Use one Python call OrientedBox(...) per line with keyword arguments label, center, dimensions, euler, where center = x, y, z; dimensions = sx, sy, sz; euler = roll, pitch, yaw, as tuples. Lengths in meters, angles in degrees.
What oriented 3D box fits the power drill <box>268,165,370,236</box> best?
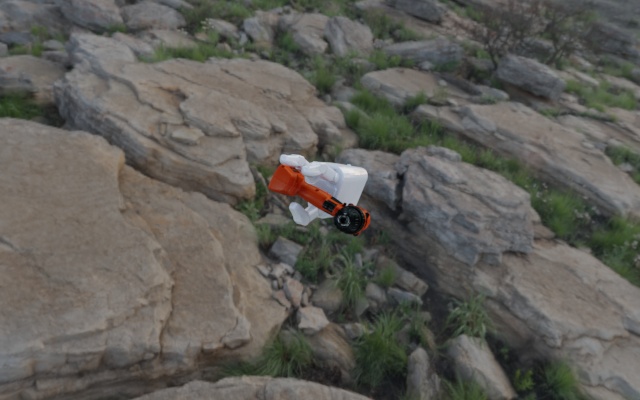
OrientedBox(label="power drill", center=(0.000, 0.003, 0.874), dimensions=(0.187, 0.057, 0.184), euler=(31, 3, 12))
